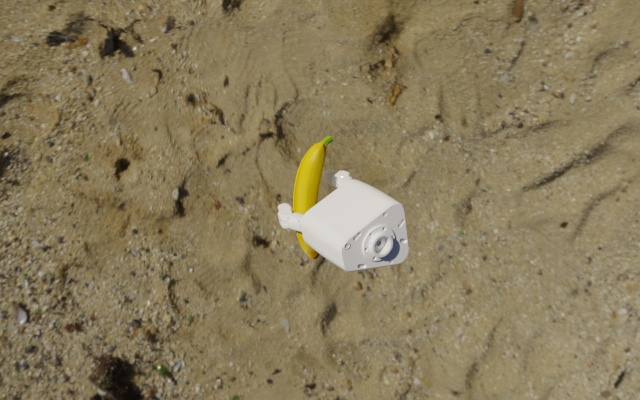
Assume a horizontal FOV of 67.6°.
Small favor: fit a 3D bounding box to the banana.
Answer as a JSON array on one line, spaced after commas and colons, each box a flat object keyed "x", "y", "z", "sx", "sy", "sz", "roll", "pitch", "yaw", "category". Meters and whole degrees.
[{"x": -0.013, "y": -0.001, "z": 0.731, "sx": 0.069, "sy": 0.198, "sz": 0.037, "roll": -1, "pitch": 14, "yaw": -44, "category": "banana"}]
